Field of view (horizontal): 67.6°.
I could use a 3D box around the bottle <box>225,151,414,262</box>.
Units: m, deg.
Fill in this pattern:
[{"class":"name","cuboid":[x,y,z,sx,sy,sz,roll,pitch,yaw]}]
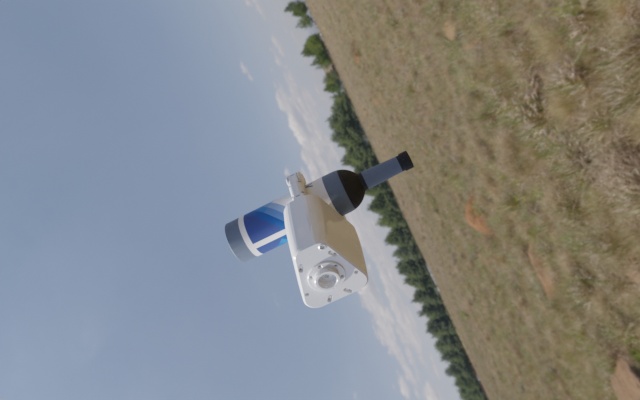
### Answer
[{"class":"bottle","cuboid":[0.000,0.002,0.720,0.296,0.069,0.069,-26,-4,7]}]
